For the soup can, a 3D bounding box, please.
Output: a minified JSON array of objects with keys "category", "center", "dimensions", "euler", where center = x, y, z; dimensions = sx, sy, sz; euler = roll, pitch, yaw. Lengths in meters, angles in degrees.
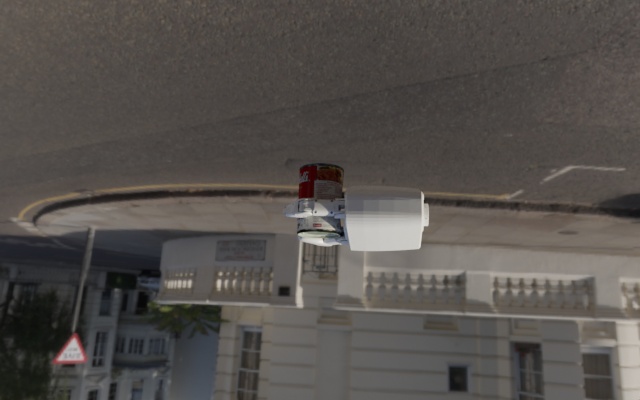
[{"category":"soup can","center":[0.000,0.003,0.716],"dimensions":[0.068,0.102,0.068],"euler":[2,-13,0]}]
